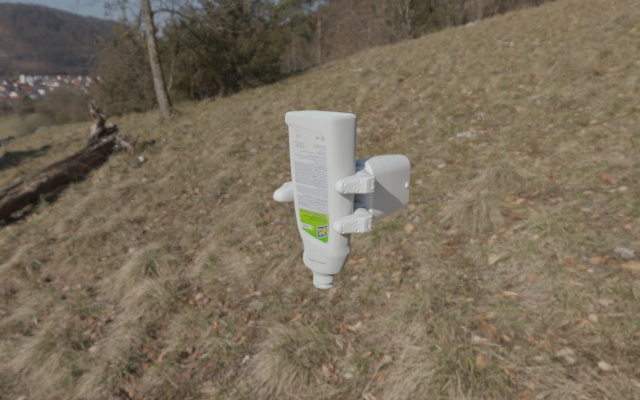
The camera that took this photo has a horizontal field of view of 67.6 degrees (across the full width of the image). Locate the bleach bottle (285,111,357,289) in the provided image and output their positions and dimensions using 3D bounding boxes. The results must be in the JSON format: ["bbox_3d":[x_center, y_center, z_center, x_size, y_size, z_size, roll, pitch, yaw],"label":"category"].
[{"bbox_3d":[0.000,0.002,0.682,0.102,0.251,0.068,15,21,42],"label":"bleach bottle"}]
